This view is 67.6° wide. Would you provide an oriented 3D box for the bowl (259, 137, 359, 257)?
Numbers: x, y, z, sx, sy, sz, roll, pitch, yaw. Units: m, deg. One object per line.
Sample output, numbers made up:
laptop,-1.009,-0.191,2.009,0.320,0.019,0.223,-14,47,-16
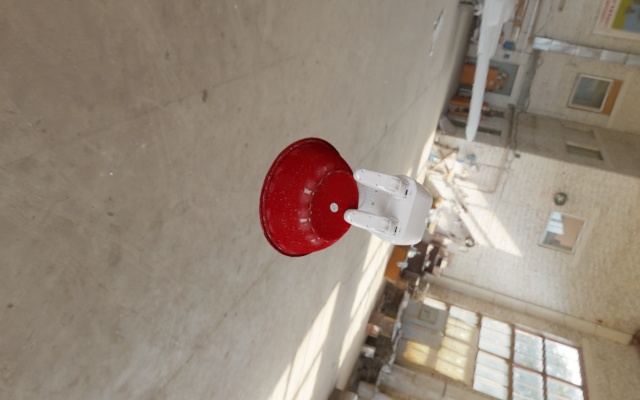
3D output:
bowl,-0.001,0.002,0.614,0.055,0.162,0.162,16,11,43
